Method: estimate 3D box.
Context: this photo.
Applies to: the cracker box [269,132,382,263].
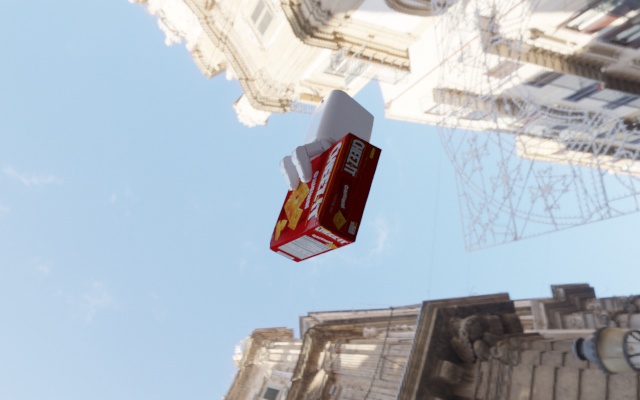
[{"bbox_3d":[0.000,0.003,0.794,0.072,0.164,0.214,26,-24,-18],"label":"cracker box"}]
